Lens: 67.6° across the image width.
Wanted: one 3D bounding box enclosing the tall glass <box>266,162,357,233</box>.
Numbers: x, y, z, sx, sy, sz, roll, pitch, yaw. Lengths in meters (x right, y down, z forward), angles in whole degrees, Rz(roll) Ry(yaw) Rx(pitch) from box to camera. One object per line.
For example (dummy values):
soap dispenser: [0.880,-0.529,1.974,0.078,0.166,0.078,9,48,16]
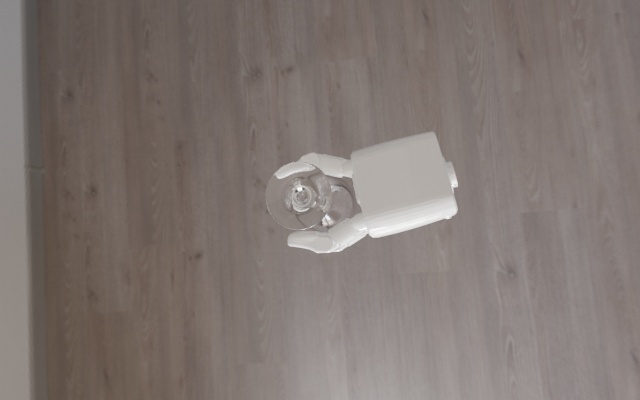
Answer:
tall glass: [0.000,0.002,0.609,0.079,0.079,0.201,0,-4,14]
